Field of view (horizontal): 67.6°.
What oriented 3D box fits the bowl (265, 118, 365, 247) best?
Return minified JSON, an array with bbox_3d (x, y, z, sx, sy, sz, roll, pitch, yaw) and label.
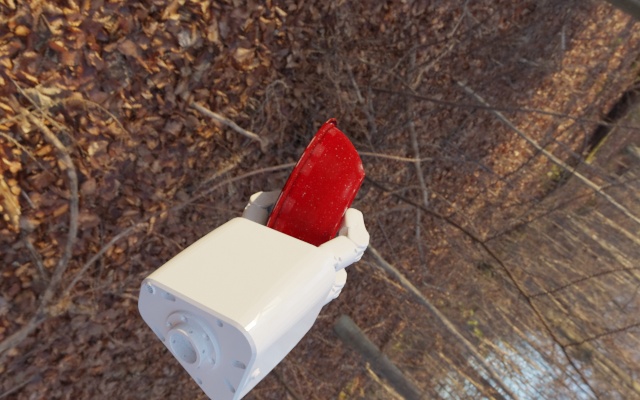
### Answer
[{"bbox_3d":[0.001,0.001,0.483,0.055,0.162,0.162,27,3,5],"label":"bowl"}]
